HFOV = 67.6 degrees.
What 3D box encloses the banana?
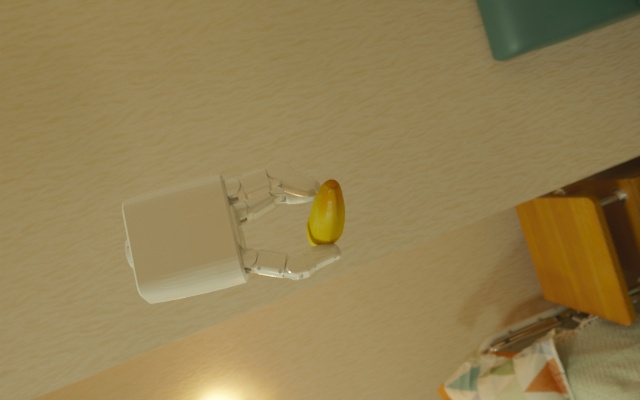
[{"bbox_3d":[0.002,0.020,0.530,0.037,0.069,0.198,-7,-2,-4],"label":"banana"}]
